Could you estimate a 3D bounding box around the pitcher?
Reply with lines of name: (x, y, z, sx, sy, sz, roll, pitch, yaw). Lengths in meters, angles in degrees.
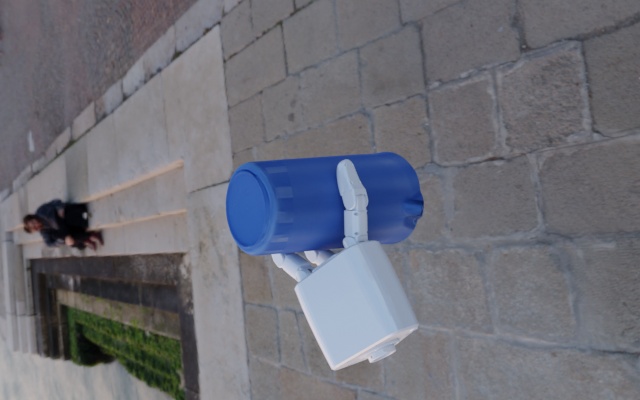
pitcher: (0.000, 0.002, 0.625, 0.243, 0.145, 0.149, -4, -31, -40)
